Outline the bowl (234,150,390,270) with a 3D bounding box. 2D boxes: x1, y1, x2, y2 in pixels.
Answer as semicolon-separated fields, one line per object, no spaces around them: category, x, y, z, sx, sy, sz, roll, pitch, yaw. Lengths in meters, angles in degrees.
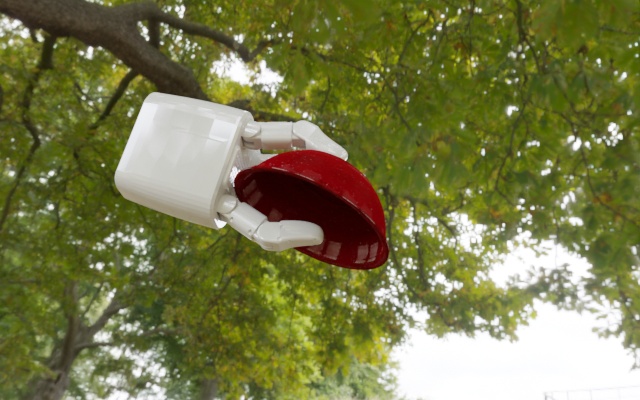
bowl;0.001;0.002;0.460;0.162;0.055;0.162;23;-27;12
